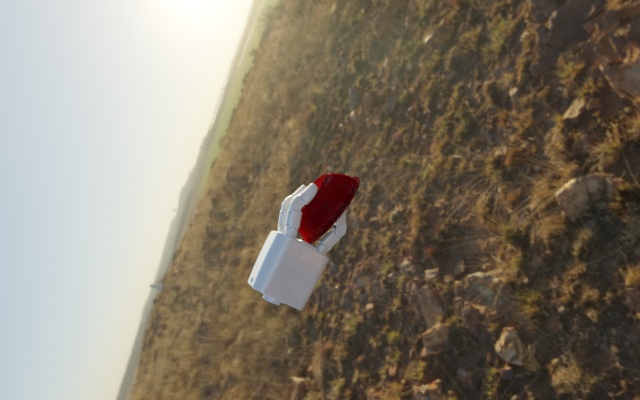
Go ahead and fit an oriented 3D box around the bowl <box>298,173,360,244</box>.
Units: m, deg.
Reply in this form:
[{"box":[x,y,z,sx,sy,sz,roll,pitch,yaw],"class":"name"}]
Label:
[{"box":[0.000,0.002,0.892,0.055,0.162,0.162,40,-10,-12],"class":"bowl"}]
